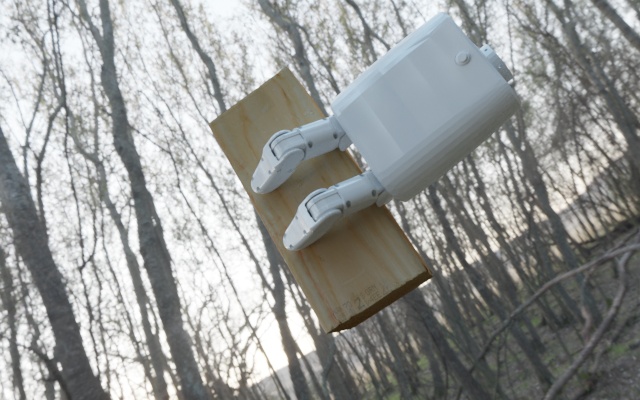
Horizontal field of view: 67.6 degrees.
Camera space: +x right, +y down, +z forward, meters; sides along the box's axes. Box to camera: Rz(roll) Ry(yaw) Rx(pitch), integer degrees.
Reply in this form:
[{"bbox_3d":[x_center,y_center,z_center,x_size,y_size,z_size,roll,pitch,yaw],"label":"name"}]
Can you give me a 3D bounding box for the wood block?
[{"bbox_3d":[0.000,0.001,0.419,0.090,0.206,0.091,-34,-19,8],"label":"wood block"}]
